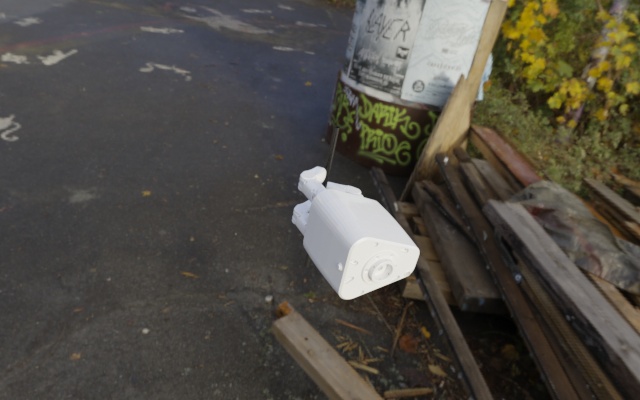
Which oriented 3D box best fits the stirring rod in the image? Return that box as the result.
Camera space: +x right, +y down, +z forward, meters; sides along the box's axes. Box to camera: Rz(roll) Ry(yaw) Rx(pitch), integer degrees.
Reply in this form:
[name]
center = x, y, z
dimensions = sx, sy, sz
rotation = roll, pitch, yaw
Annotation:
[stirring rod]
center = 0.000, 0.002, 0.711
dimensions = 0.011, 0.240, 0.011
rotation = 9, 29, -5
